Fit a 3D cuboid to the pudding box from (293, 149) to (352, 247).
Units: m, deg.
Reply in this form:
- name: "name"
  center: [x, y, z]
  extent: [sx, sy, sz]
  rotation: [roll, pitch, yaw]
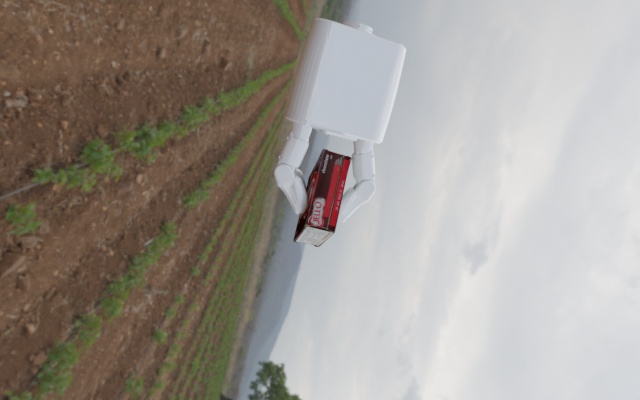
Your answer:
- name: "pudding box"
  center: [0.000, 0.002, 0.561]
  extent: [0.039, 0.090, 0.113]
  rotation: [15, -16, -4]
